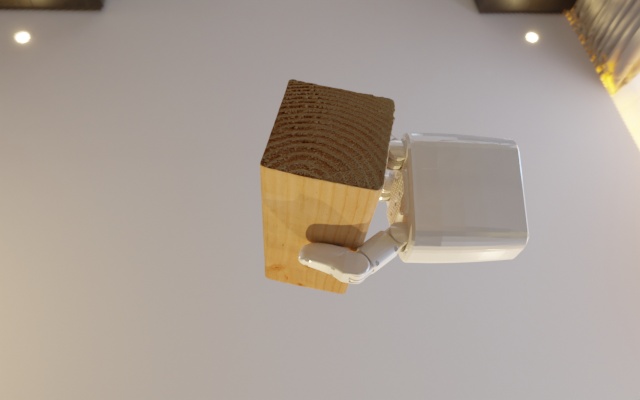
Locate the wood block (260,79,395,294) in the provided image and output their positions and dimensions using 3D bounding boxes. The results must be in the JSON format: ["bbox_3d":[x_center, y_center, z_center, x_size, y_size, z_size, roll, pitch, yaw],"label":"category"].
[{"bbox_3d":[0.000,0.002,0.441,0.090,0.090,0.206,12,-32,2],"label":"wood block"}]
